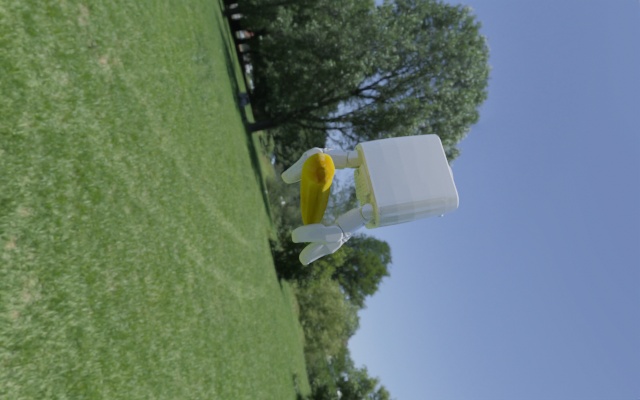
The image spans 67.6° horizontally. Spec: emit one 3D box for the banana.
[{"bbox_3d":[-0.003,-0.013,0.571,0.037,0.069,0.198,-7,-25,-7],"label":"banana"}]
